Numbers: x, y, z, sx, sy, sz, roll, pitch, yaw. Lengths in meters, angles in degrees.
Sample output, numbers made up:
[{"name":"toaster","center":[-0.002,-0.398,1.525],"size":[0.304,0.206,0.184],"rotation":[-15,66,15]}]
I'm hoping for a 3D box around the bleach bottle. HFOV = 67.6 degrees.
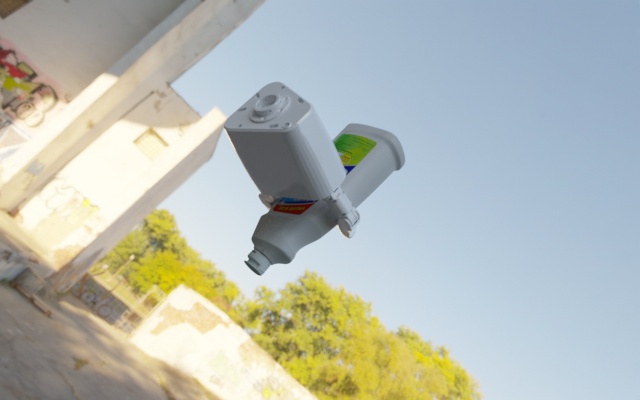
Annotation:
[{"name":"bleach bottle","center":[0.000,0.002,0.635],"size":[0.102,0.250,0.068],"rotation":[24,-28,41]}]
